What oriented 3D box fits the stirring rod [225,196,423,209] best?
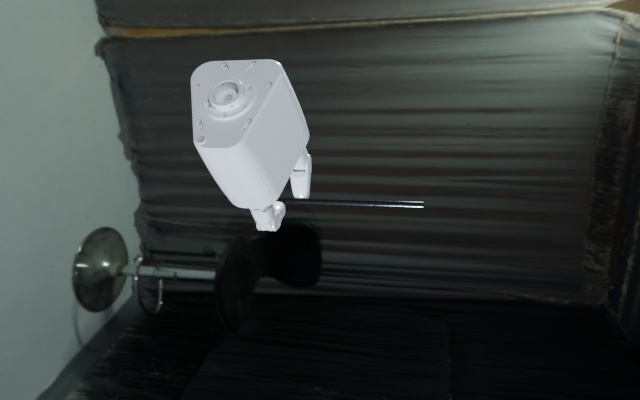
[{"bbox_3d":[0.000,0.002,0.571,0.239,0.011,0.011,2,0,12],"label":"stirring rod"}]
